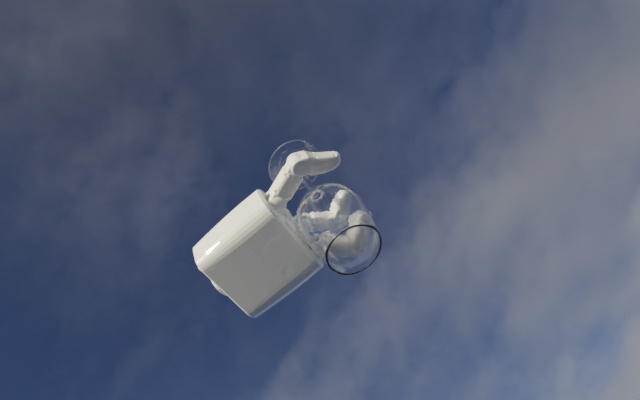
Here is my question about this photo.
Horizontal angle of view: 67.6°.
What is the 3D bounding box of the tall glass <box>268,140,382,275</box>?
[{"bbox_3d":[0.000,0.001,0.558,0.079,0.079,0.201,0,29,-23],"label":"tall glass"}]
